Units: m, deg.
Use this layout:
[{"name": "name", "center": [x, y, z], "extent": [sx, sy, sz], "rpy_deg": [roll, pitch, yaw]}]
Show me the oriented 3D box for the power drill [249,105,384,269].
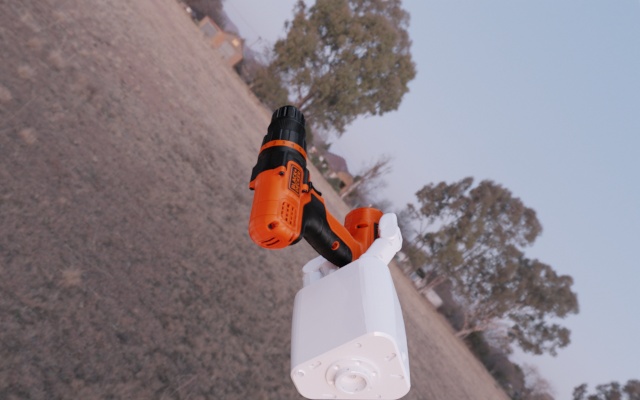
[{"name": "power drill", "center": [0.000, 0.002, 0.544], "extent": [0.057, 0.184, 0.188], "rpy_deg": [-24, -46, 34]}]
